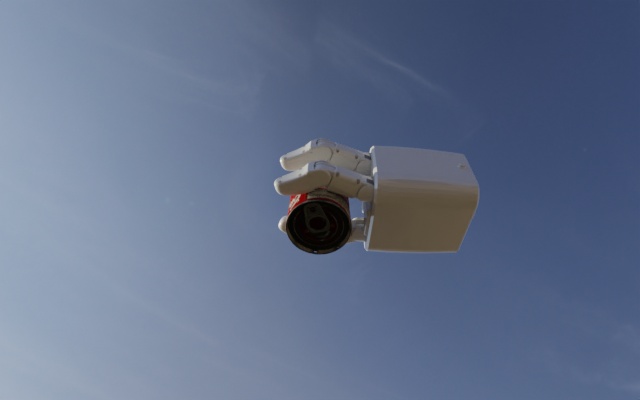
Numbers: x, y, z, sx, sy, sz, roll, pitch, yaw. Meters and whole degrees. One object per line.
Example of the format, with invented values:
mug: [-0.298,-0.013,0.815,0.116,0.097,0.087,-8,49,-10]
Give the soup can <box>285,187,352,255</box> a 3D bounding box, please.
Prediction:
soup can: [0.000,0.002,0.530,0.068,0.068,0.102,0,32,3]
